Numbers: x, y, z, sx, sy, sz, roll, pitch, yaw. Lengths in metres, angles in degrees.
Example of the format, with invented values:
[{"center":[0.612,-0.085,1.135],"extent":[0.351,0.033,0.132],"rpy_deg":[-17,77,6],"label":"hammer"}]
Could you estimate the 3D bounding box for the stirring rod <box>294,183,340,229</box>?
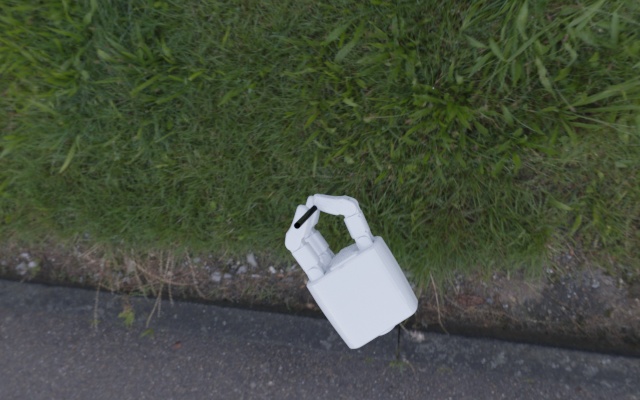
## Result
[{"center":[0.000,0.002,0.659],"extent":[0.011,0.011,0.239],"rpy_deg":[0,13,13],"label":"stirring rod"}]
